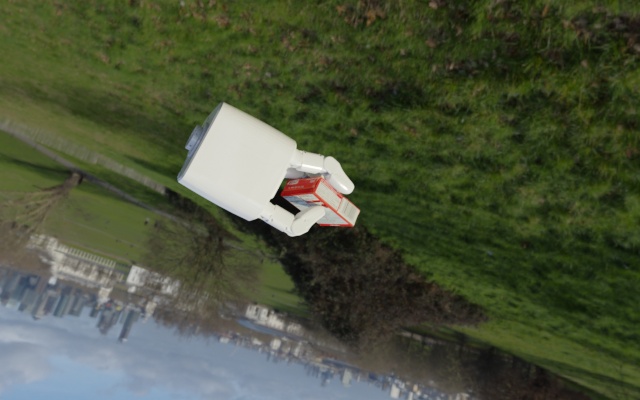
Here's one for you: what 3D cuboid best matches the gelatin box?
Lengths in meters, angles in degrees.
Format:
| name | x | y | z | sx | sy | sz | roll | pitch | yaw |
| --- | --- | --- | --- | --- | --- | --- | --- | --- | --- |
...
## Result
| name | x | y | z | sx | sy | sz | roll | pitch | yaw |
| --- | --- | --- | --- | --- | --- | --- | --- | --- | --- |
| gelatin box | 0.000 | 0.003 | 0.673 | 0.089 | 0.030 | 0.073 | 40 | -26 | -32 |
